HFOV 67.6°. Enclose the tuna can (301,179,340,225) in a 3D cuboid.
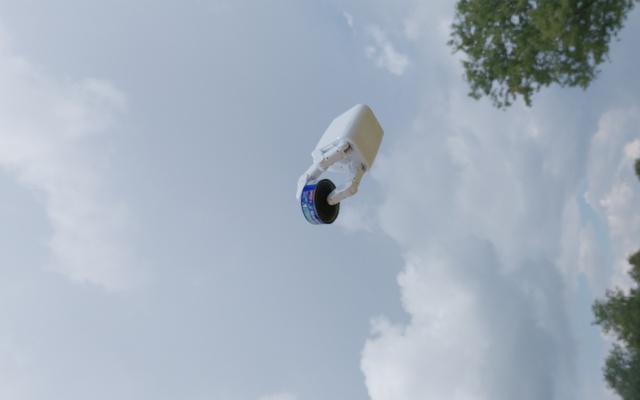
[{"bbox_3d":[0.000,0.003,0.897,0.034,0.086,0.086,-5,-3,35],"label":"tuna can"}]
